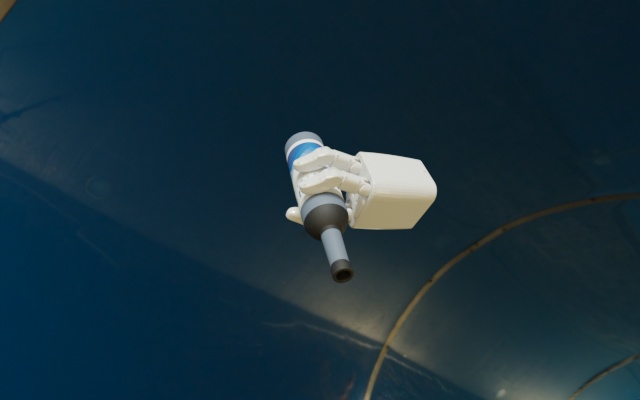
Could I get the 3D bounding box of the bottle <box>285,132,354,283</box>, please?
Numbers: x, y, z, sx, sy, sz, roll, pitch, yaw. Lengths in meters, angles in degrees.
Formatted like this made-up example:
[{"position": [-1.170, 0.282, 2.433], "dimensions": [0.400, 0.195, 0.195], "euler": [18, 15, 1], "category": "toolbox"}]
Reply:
[{"position": [0.000, 0.002, 0.704], "dimensions": [0.069, 0.069, 0.295], "euler": [0, 38, -14], "category": "bottle"}]
